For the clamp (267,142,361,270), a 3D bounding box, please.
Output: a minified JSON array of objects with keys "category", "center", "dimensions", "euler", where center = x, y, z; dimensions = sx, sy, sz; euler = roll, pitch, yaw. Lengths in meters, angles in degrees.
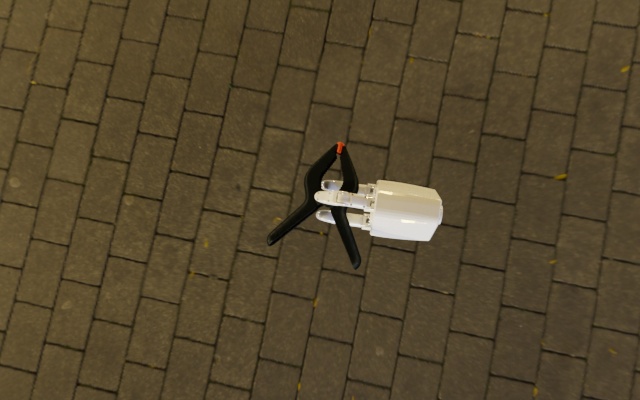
[{"category":"clamp","center":[0.000,0.002,0.815],"dimensions":[0.164,0.210,0.036],"euler":[8,-6,7]}]
